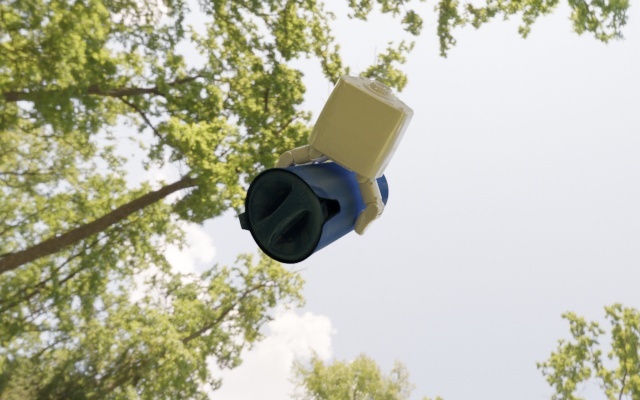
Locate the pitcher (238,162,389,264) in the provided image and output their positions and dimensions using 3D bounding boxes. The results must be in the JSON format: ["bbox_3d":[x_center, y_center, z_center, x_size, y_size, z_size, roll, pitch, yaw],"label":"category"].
[{"bbox_3d":[0.000,0.002,0.742,0.149,0.145,0.243,38,28,21],"label":"pitcher"}]
